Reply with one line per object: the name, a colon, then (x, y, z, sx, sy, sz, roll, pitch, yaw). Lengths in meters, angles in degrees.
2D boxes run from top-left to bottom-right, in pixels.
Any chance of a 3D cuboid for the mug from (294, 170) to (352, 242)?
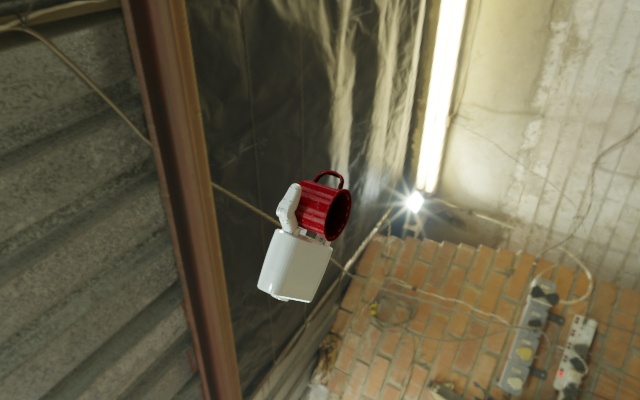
mug: (0.000, 0.001, 0.818, 0.081, 0.117, 0.093, 19, -5, 26)
